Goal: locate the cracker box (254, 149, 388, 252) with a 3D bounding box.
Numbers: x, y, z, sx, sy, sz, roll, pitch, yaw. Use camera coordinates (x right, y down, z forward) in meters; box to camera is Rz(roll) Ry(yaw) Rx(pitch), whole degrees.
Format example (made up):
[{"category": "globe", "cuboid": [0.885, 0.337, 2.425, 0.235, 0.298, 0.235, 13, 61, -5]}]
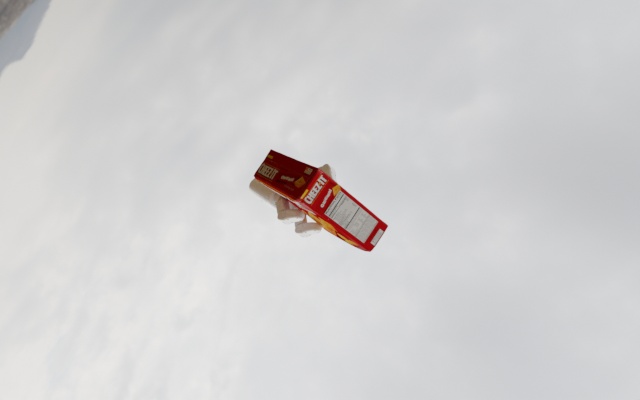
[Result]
[{"category": "cracker box", "cuboid": [0.000, 0.003, 0.892, 0.214, 0.072, 0.164, 37, -7, -38]}]
